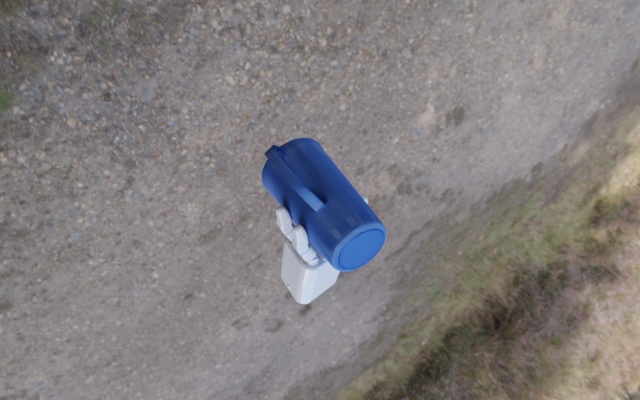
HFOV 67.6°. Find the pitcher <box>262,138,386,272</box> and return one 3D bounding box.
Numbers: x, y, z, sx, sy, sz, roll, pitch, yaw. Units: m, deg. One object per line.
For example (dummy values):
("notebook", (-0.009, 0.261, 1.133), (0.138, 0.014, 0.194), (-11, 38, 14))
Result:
("pitcher", (0.000, 0.003, 0.833), (0.149, 0.145, 0.242), (-14, 45, -30))
